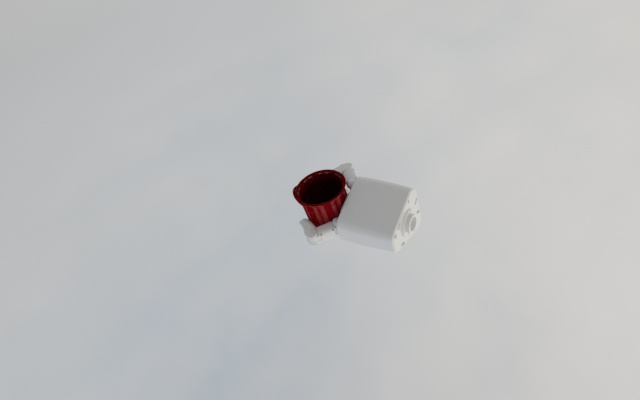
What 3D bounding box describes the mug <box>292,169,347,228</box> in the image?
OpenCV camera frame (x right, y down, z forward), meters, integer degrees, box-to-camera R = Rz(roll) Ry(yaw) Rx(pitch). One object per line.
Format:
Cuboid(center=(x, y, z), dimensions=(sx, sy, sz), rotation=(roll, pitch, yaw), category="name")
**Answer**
Cuboid(center=(-0.001, 0.003, 0.861), dimensions=(0.117, 0.093, 0.082), rotation=(11, -39, 32), category="mug")
